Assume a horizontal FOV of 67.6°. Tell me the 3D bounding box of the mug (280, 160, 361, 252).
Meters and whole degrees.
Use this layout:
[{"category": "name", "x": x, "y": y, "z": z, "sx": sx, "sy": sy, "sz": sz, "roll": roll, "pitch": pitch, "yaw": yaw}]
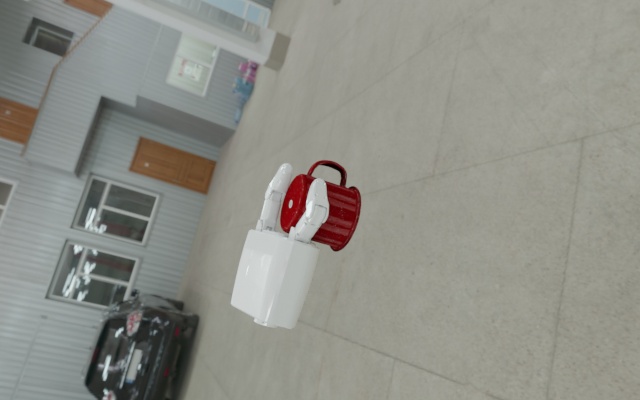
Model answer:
[{"category": "mug", "x": 0.000, "y": 0.001, "z": 0.641, "sx": 0.081, "sy": 0.117, "sz": 0.093, "roll": 18, "pitch": -7, "yaw": -19}]
